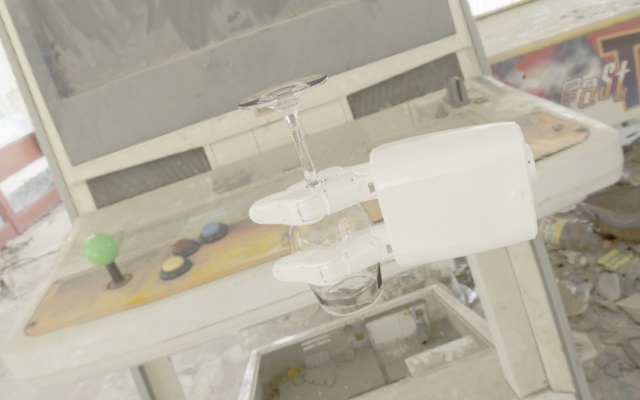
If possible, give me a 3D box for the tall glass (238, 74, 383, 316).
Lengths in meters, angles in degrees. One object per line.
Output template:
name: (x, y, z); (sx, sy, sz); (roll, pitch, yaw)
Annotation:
tall glass: (0.000, 0.001, 0.410); (0.079, 0.201, 0.079); (-16, 22, 7)
